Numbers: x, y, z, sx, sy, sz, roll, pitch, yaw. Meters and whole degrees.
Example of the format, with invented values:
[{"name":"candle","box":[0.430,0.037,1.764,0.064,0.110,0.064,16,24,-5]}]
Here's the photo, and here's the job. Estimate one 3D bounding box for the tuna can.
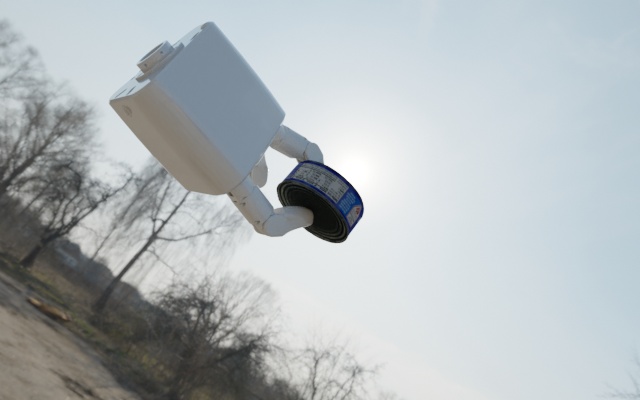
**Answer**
[{"name":"tuna can","box":[0.000,0.001,0.473,0.086,0.086,0.033,0,44,53]}]
